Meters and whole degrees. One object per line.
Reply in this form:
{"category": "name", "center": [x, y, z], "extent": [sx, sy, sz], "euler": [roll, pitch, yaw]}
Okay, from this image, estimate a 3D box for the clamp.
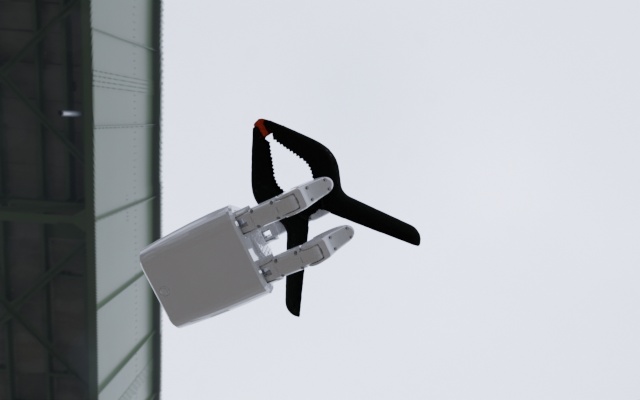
{"category": "clamp", "center": [0.000, 0.001, 0.507], "extent": [0.164, 0.210, 0.036], "euler": [-25, 8, 1]}
